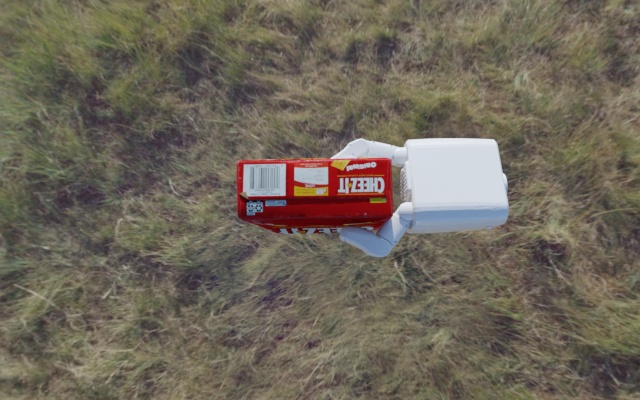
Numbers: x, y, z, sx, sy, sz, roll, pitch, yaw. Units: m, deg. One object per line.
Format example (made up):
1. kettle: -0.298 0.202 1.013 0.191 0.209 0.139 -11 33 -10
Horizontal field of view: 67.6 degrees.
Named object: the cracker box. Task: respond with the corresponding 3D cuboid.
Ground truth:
1. cracker box: 0.000 0.002 0.594 0.164 0.072 0.214 -1 -8 4
